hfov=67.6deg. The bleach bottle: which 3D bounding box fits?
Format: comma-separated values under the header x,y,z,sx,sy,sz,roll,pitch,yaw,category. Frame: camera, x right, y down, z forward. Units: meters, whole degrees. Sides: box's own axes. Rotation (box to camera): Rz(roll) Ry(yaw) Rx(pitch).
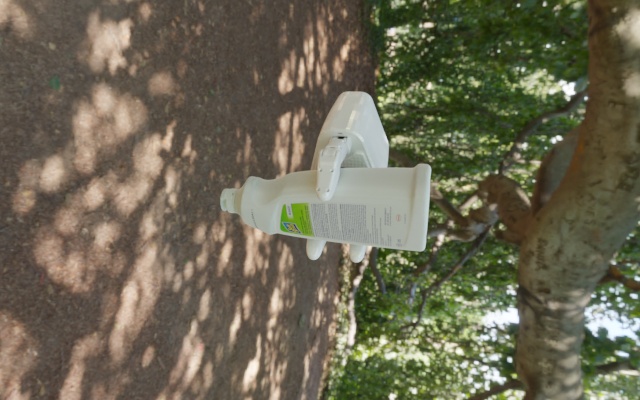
x,y,z,sx,sy,sz,roll,pitch,yaw,category
0.000,0.002,0.568,0.251,0.103,0.068,4,40,13,bleach bottle
